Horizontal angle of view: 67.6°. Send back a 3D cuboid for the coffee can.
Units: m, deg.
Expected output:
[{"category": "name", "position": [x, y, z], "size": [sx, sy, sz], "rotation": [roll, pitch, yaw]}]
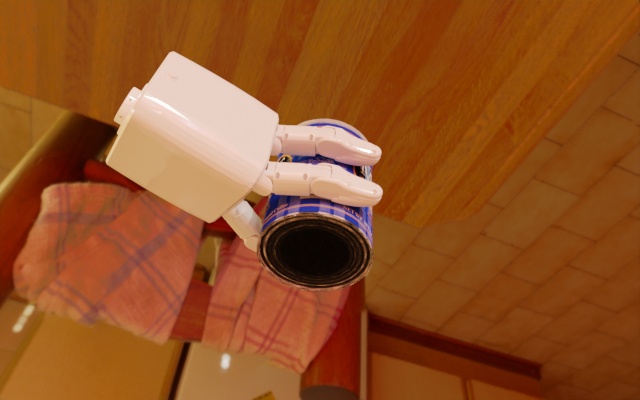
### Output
[{"category": "coffee can", "position": [0.000, 0.002, 0.466], "size": [0.103, 0.103, 0.140], "rotation": [0, 42, 6]}]
